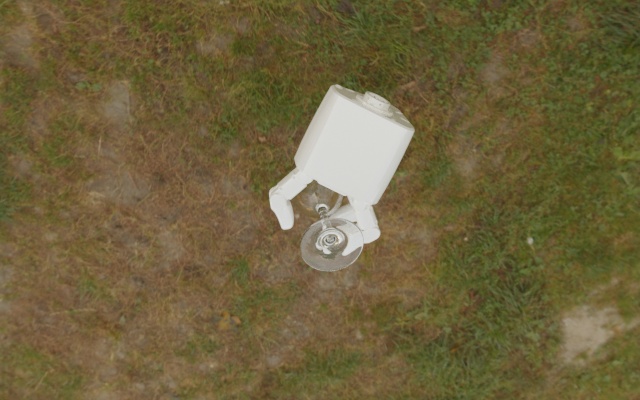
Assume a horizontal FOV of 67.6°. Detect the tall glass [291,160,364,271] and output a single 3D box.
[{"bbox_3d":[0.000,0.003,0.631,0.079,0.079,0.201,0,30,-9],"label":"tall glass"}]
